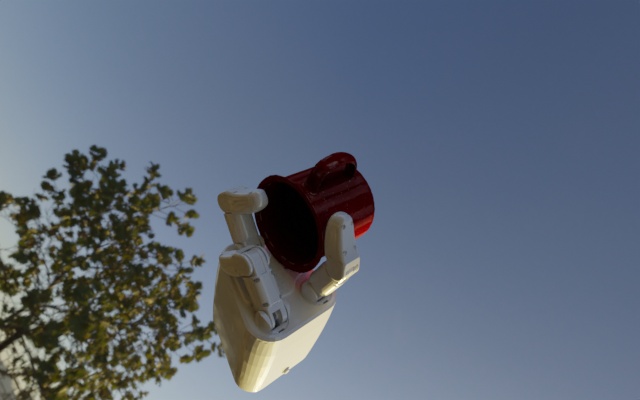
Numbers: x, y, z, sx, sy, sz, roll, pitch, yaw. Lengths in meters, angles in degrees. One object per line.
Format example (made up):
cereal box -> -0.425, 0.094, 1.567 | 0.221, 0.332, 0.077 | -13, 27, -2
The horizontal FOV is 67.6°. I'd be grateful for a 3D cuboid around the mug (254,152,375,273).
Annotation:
mug -> 0.001, 0.000, 0.446 | 0.081, 0.117, 0.093 | -23, 56, -40
